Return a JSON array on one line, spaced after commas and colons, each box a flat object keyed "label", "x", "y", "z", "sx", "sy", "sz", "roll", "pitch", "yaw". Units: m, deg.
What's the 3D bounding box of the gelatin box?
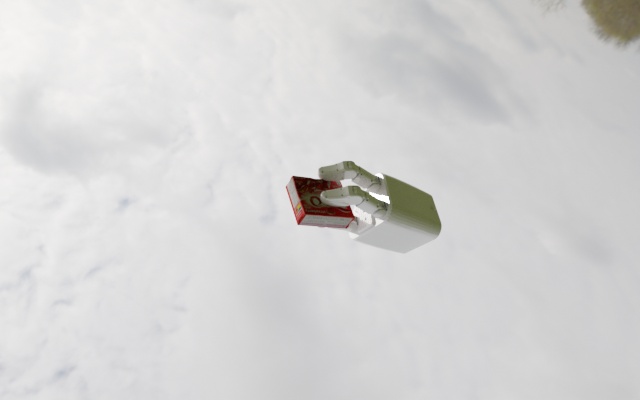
[{"label": "gelatin box", "x": 0.000, "y": 0.003, "z": 0.705, "sx": 0.089, "sy": 0.073, "sz": 0.030, "roll": 5, "pitch": -42, "yaw": -31}]
